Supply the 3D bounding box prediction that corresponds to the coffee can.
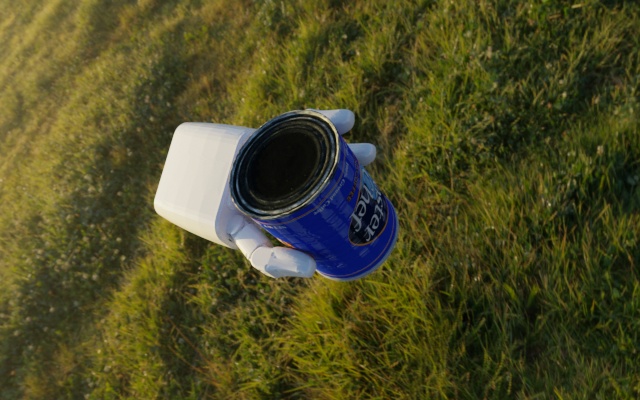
[{"bbox_3d":[0.000,0.002,0.433,0.103,0.102,0.140,0,-28,30],"label":"coffee can"}]
